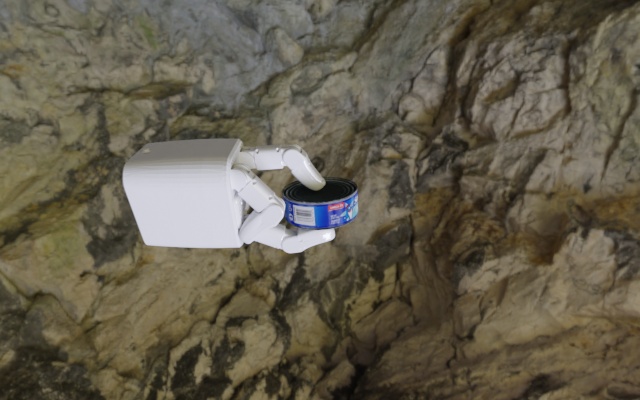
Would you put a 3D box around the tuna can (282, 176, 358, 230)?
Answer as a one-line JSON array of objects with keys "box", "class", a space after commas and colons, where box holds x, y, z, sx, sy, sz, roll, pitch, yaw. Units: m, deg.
[{"box": [0.000, 0.002, 0.543, 0.086, 0.034, 0.086, -3, 21, 1], "class": "tuna can"}]
